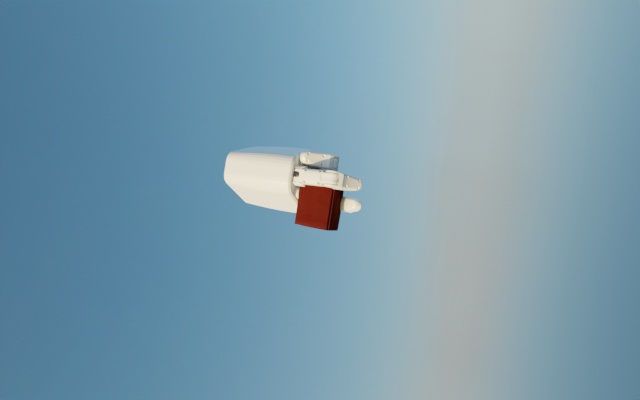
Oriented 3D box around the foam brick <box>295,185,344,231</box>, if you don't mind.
[{"bbox_3d":[0.000,0.003,0.687,0.051,0.078,0.053,8,-3,17],"label":"foam brick"}]
